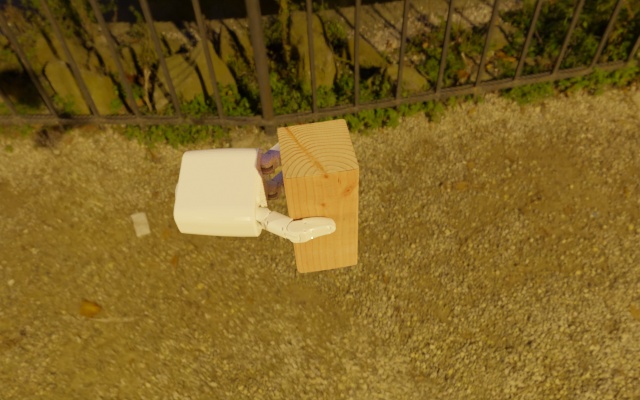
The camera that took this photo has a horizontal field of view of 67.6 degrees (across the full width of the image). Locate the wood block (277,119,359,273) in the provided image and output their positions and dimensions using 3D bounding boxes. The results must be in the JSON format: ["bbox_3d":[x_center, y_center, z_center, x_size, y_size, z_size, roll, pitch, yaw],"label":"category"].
[{"bbox_3d":[0.000,0.002,0.653,0.090,0.090,0.206,-8,-40,-3],"label":"wood block"}]
